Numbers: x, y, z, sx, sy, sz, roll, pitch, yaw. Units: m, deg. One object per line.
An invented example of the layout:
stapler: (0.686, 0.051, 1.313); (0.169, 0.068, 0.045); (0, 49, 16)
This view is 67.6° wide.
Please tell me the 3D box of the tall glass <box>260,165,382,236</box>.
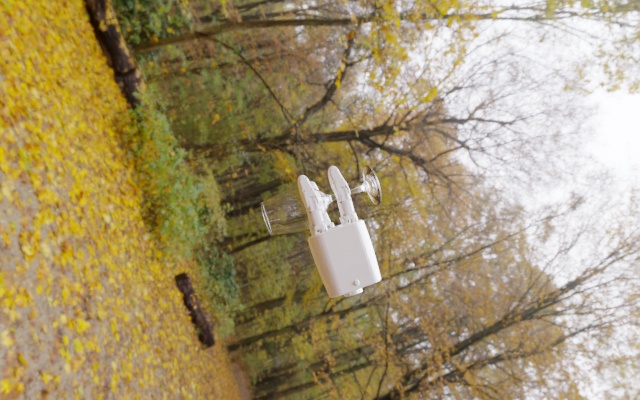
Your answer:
tall glass: (0.001, 0.002, 0.832); (0.201, 0.079, 0.079); (-18, 3, -11)
